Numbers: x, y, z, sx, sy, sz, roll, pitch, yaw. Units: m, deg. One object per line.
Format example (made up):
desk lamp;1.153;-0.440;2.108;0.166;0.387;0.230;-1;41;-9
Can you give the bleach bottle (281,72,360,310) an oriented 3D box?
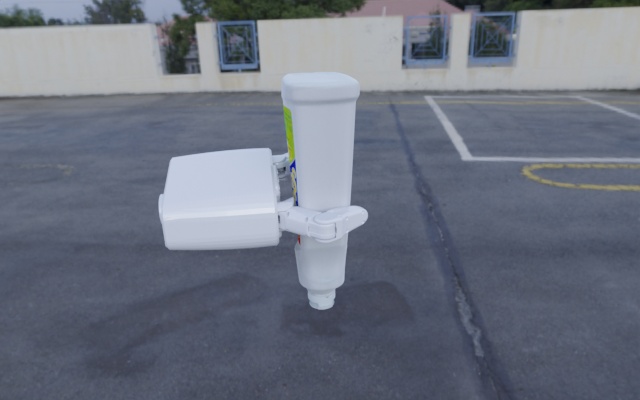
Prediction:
bleach bottle;0.000;0.002;0.490;0.068;0.251;0.102;-5;21;-8
